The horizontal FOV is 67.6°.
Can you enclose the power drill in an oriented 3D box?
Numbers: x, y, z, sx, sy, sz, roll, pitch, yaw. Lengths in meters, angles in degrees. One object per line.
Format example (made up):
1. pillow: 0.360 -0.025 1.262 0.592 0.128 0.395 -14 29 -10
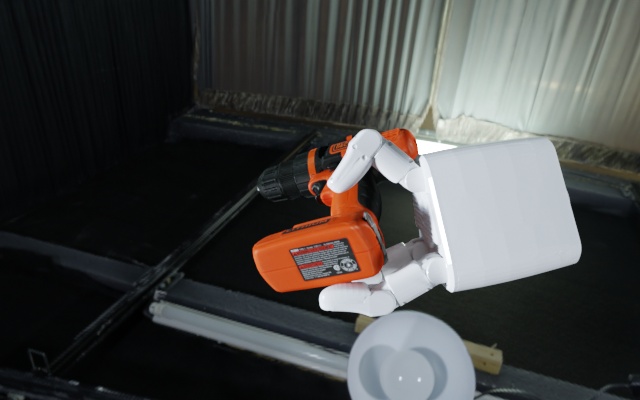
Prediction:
1. power drill: 0.000 0.002 0.458 0.184 0.057 0.187 -15 30 22
